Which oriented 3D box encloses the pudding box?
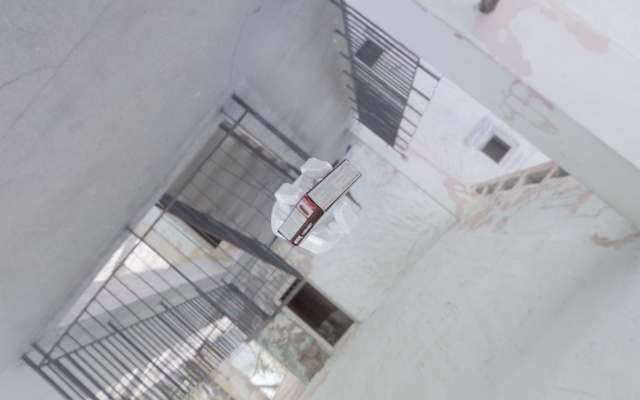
[{"bbox_3d":[0.000,0.002,0.658,0.113,0.039,0.090,-46,-5,-47],"label":"pudding box"}]
